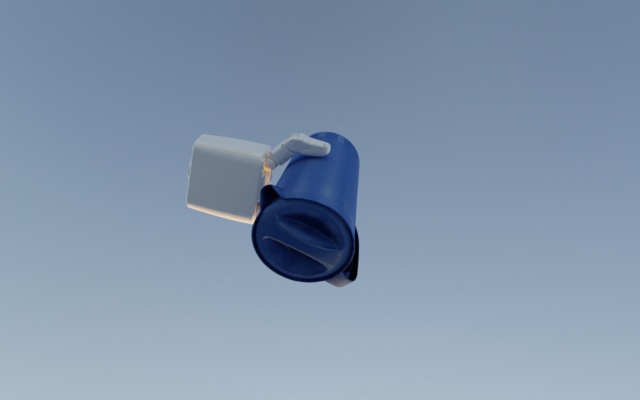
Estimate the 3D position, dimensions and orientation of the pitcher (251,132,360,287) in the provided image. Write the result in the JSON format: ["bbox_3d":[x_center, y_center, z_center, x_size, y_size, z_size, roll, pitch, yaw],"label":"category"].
[{"bbox_3d":[0.000,0.002,0.701,0.145,0.149,0.242,11,33,4],"label":"pitcher"}]
